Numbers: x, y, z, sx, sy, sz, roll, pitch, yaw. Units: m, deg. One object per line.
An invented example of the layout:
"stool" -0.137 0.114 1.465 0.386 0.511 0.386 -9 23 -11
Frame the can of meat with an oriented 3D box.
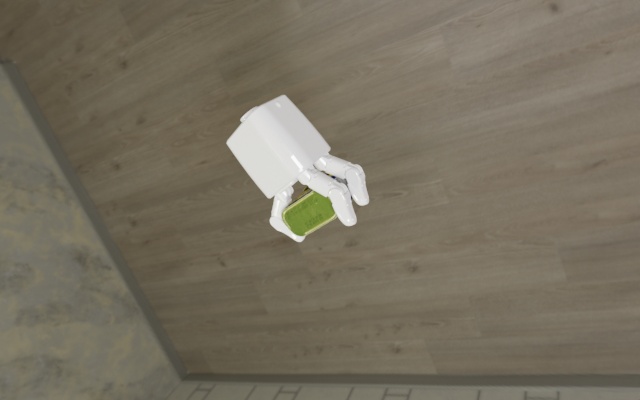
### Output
"can of meat" 0.000 0.003 0.717 0.102 0.057 0.084 -33 7 35
